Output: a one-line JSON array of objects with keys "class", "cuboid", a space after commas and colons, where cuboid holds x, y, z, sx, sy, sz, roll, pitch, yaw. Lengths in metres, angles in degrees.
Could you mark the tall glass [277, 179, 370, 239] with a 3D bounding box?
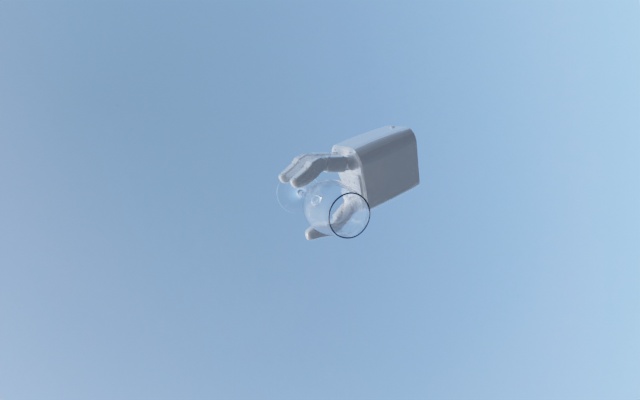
[{"class": "tall glass", "cuboid": [0.000, 0.002, 0.711, 0.079, 0.079, 0.201, 0, 10, -23]}]
